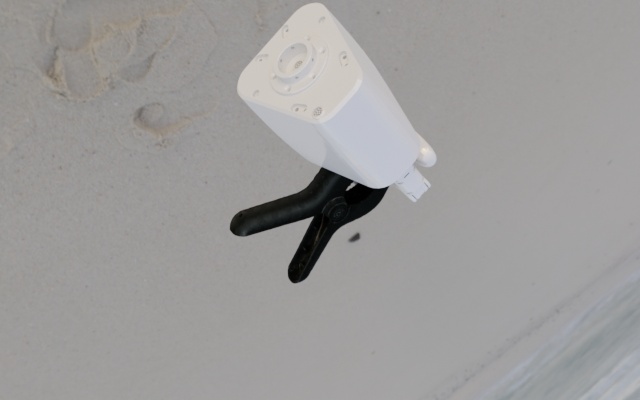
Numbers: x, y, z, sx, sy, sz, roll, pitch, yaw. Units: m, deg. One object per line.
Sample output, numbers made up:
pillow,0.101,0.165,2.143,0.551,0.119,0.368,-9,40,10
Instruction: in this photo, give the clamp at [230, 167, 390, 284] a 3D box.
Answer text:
clamp,0.001,0.002,0.450,0.039,0.171,0.120,48,7,38
